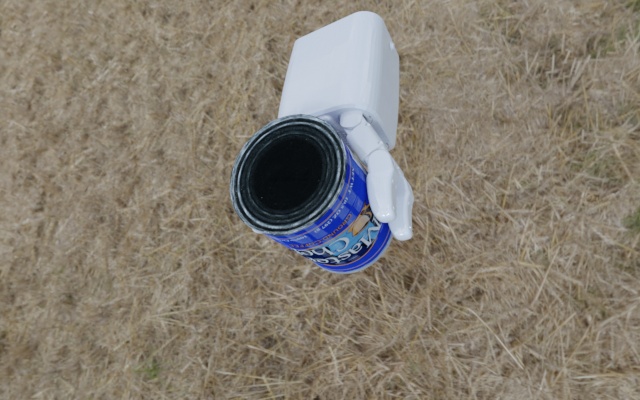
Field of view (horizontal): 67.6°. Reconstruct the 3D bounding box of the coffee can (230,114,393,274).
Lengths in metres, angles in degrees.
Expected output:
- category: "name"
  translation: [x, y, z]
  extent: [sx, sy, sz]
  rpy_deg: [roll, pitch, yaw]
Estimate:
- category: "coffee can"
  translation: [0.000, 0.002, 0.431]
  extent: [0.103, 0.102, 0.140]
  rpy_deg: [0, -20, 25]
